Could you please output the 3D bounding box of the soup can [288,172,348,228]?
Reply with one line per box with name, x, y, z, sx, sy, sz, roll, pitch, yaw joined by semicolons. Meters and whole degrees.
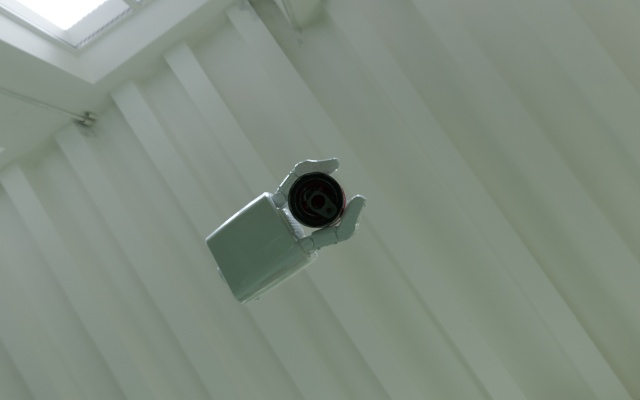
soup can;0.000;0.002;0.621;0.068;0.068;0.102;0;-3;7
